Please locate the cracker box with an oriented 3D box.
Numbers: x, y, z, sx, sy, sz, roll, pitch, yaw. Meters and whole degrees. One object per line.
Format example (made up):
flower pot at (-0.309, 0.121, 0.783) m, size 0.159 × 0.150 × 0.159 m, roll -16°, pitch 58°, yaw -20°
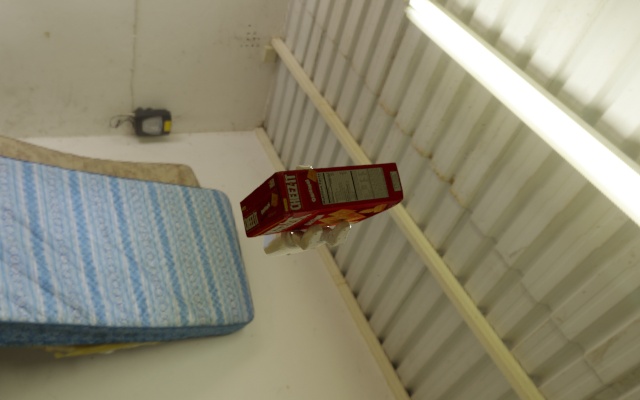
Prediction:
cracker box at (0.000, 0.002, 0.769) m, size 0.213 × 0.072 × 0.164 m, roll -7°, pitch -12°, yaw -29°
